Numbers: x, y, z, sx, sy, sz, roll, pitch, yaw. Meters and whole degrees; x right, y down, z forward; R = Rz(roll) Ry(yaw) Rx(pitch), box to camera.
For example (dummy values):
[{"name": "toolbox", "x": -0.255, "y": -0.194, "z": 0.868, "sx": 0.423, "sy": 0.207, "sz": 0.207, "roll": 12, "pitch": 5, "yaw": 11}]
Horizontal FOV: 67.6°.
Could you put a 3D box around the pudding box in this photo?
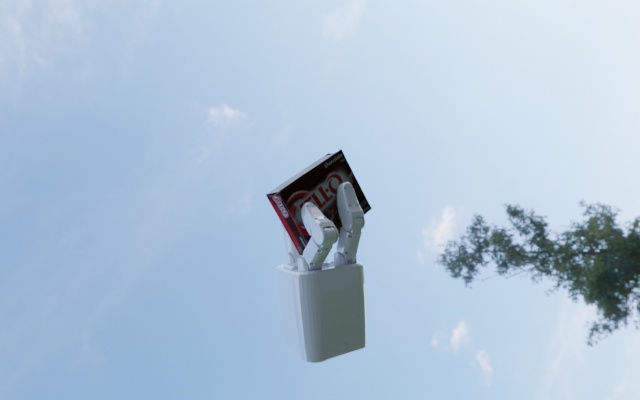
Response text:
[{"name": "pudding box", "x": 0.000, "y": 0.002, "z": 0.597, "sx": 0.113, "sy": 0.090, "sz": 0.039, "roll": -38, "pitch": 18, "yaw": -33}]
